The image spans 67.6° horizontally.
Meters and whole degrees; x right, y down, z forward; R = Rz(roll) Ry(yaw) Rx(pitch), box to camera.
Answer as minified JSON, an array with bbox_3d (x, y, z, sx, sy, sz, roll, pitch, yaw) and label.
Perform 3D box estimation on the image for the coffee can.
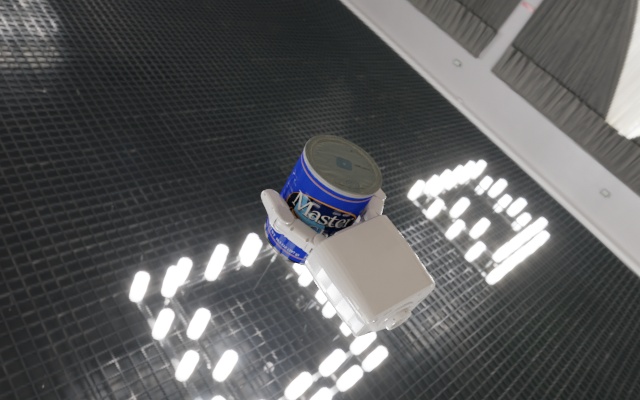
[{"bbox_3d":[0.000,0.002,0.609,0.103,0.102,0.140,0,-42,-34],"label":"coffee can"}]
